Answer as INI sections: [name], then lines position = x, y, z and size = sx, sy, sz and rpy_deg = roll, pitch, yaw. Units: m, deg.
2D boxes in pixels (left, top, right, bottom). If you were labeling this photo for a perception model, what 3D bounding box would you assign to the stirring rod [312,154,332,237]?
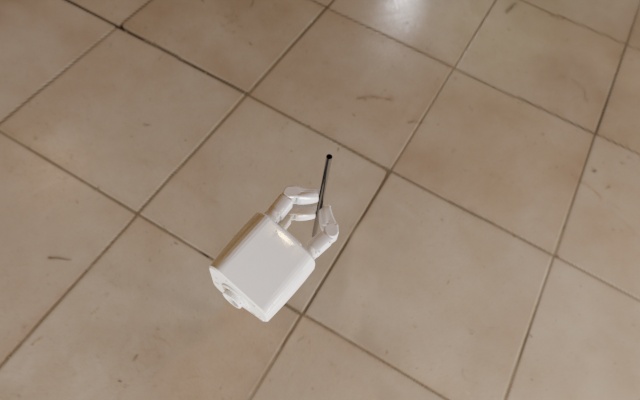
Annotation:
[stirring rod]
position = 0.000, 0.002, 0.716
size = 0.011, 0.011, 0.240
rpy_deg = 0, -29, -6
